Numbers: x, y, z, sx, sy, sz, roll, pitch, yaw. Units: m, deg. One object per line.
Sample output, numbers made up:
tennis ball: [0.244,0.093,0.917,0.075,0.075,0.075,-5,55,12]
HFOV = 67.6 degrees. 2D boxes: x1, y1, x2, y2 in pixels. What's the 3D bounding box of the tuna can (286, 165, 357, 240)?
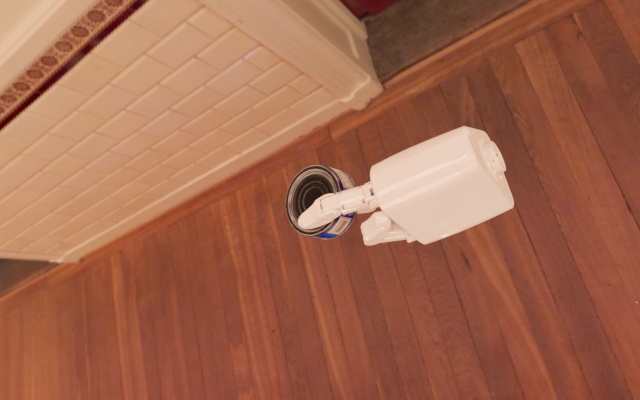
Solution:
tuna can: [0.000,0.002,0.559,0.086,0.086,0.034,0,-8,39]
